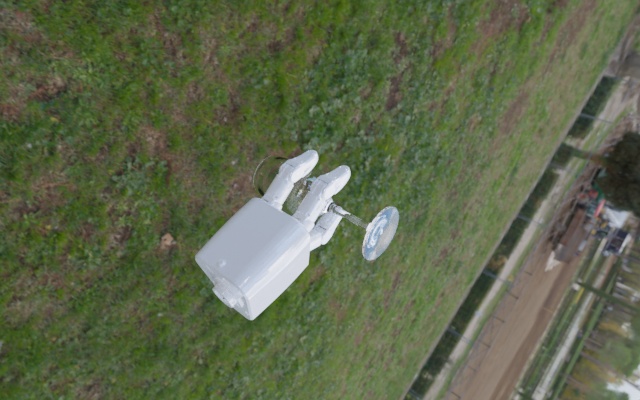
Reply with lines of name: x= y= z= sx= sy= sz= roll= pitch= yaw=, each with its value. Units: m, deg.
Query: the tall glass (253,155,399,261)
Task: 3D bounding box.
tall glass: x=0.001 y=0.002 z=0.639 sx=0.201 sy=0.079 sz=0.079 roll=28 pitch=15 yaw=32
